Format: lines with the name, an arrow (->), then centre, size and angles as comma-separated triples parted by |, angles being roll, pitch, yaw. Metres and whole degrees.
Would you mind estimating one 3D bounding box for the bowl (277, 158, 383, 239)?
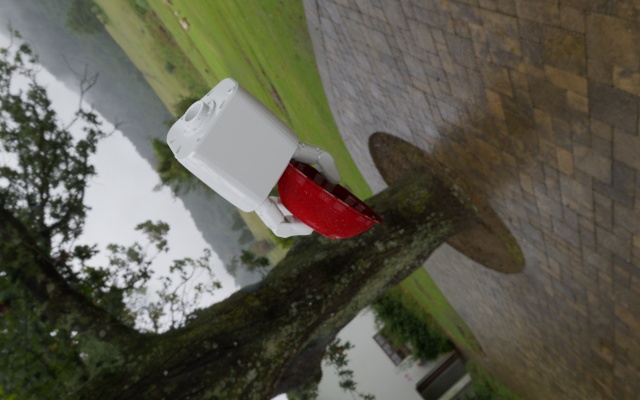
bowl -> 0.001, 0.003, 0.626 | 0.162, 0.055, 0.162 | 33, 8, -5
